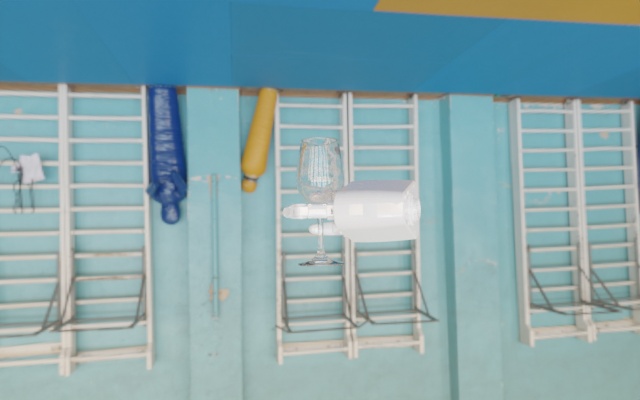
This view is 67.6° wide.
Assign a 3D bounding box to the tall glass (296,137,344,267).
[{"bbox_3d":[0.000,0.003,0.767,0.079,0.201,0.079,-1,-3,0],"label":"tall glass"}]
